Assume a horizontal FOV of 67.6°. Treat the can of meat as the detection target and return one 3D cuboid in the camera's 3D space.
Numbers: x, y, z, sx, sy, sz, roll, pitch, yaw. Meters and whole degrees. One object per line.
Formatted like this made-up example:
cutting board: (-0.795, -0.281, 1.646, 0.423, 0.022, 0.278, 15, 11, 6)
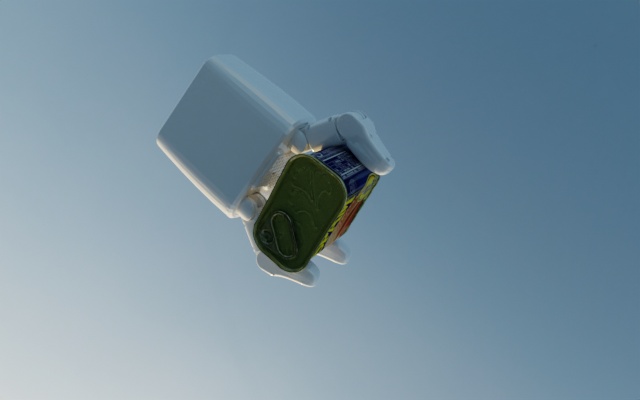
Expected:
can of meat: (0.000, 0.001, 0.412, 0.057, 0.102, 0.084, 39, 31, 13)
